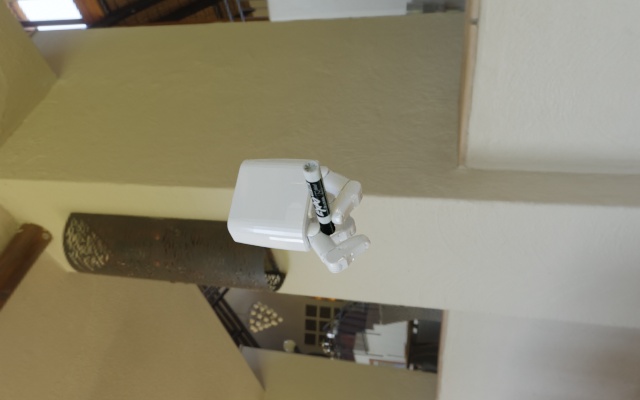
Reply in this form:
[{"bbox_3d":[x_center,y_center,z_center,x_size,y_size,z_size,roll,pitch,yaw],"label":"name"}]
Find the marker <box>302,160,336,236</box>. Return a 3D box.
[{"bbox_3d":[0.000,0.002,0.548,0.020,0.020,0.121,0,-38,13],"label":"marker"}]
